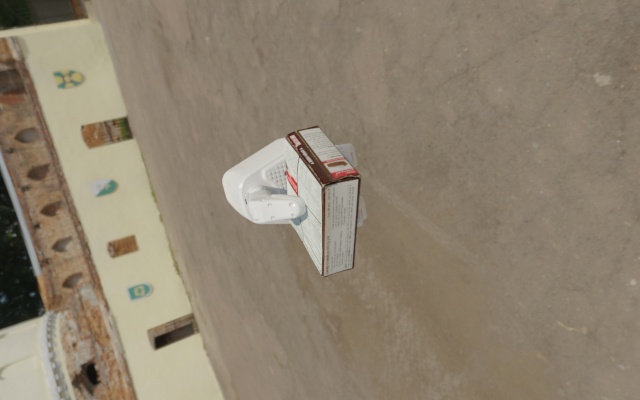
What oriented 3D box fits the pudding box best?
[{"bbox_3d":[0.000,0.001,0.447,0.039,0.114,0.090,-17,42,-18],"label":"pudding box"}]
